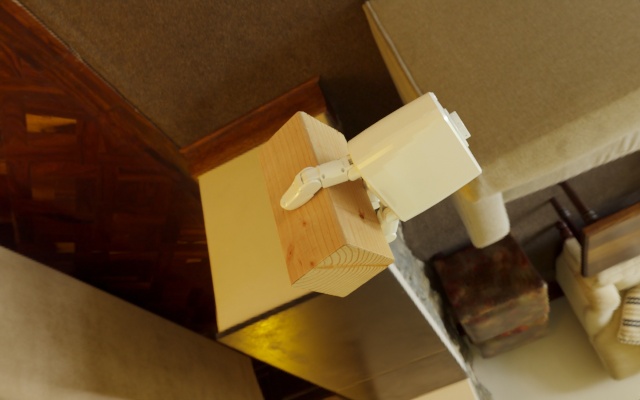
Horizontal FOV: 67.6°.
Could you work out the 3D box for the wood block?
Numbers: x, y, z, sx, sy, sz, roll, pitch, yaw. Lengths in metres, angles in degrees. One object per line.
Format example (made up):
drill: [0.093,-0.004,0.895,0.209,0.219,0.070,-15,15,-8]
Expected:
wood block: [0.000,0.002,0.592,0.091,0.206,0.090,22,-52,-42]
